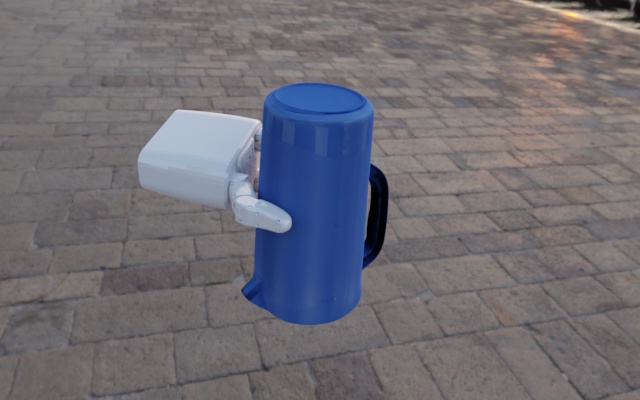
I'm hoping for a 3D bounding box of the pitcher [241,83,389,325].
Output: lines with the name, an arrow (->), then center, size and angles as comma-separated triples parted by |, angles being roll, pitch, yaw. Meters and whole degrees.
pitcher -> 0.000, 0.002, 0.525 | 0.145, 0.243, 0.149 | 11, 31, 11
